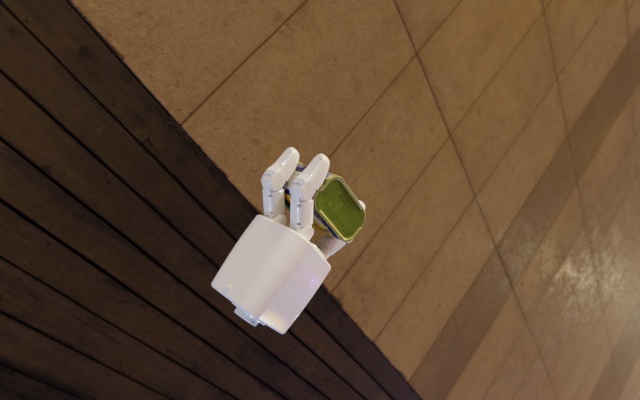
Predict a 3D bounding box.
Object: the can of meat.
[{"bbox_3d":[0.000,0.002,0.614,0.084,0.057,0.102,21,-22,47],"label":"can of meat"}]
